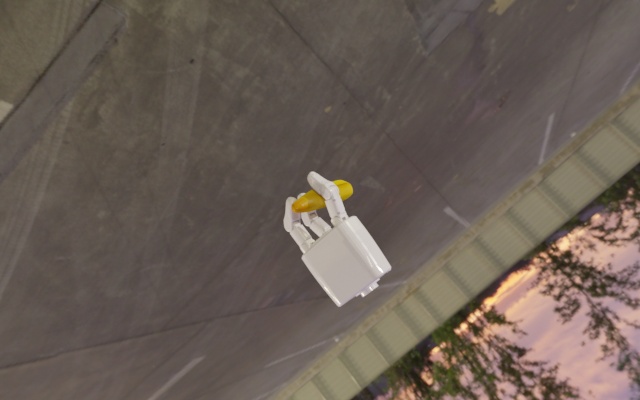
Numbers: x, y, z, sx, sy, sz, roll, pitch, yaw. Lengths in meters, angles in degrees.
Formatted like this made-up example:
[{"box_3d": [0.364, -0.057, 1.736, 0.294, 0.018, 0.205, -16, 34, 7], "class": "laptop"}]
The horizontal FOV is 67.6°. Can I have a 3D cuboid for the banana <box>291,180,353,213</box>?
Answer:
[{"box_3d": [0.016, -0.008, 0.851, 0.070, 0.037, 0.198, -36, -7, 21], "class": "banana"}]
